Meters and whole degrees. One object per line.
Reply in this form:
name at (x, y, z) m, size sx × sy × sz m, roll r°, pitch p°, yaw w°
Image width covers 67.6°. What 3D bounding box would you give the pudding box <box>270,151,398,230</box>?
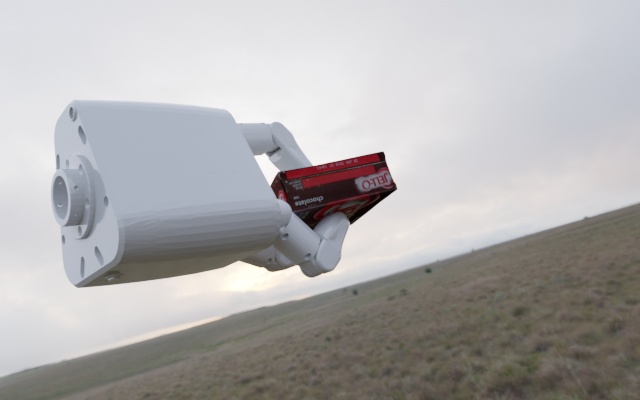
pudding box at (0.000, 0.001, 0.404) m, size 0.090 × 0.039 × 0.113 m, roll -12°, pitch -12°, yaw -19°
